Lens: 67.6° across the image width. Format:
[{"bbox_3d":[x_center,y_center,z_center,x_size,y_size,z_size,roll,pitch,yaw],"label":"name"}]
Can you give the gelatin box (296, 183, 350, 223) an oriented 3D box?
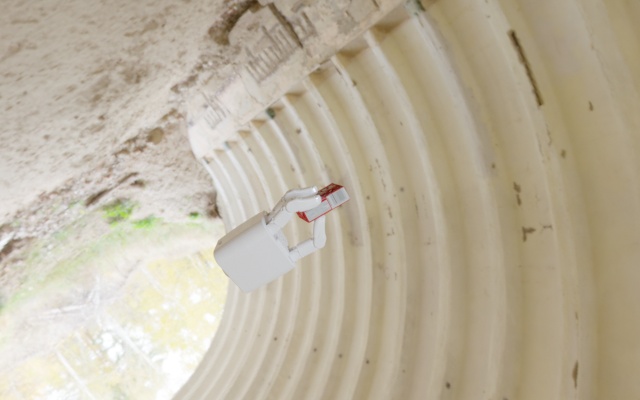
[{"bbox_3d":[0.001,0.003,0.854,0.089,0.030,0.073,-30,13,-9],"label":"gelatin box"}]
